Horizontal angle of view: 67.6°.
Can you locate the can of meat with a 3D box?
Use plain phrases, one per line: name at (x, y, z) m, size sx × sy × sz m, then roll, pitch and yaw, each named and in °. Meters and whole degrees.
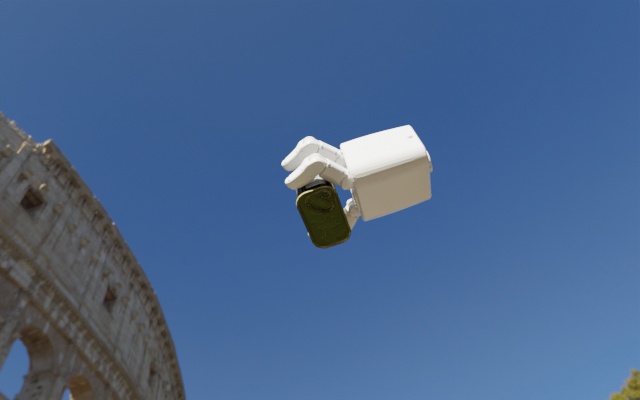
can of meat at (0.000, 0.002, 0.683) m, size 0.057 × 0.102 × 0.084 m, roll -19°, pitch 35°, yaw 4°
